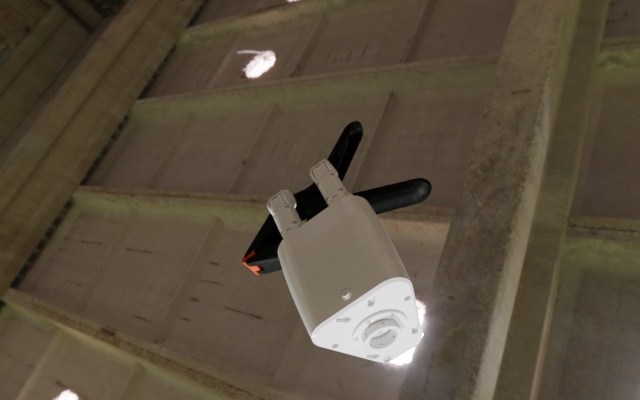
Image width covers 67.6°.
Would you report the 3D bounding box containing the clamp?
[{"bbox_3d":[0.000,0.003,0.529,0.210,0.036,0.164,-35,38,8],"label":"clamp"}]
